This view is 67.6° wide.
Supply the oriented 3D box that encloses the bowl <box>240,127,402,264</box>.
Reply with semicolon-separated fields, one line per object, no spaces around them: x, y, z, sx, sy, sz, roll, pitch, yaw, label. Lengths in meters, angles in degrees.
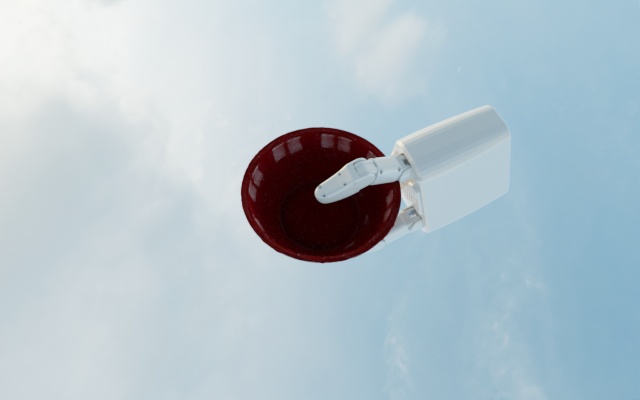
-0.001;0.002;0.502;0.162;0.162;0.055;0;-31;-2;bowl
